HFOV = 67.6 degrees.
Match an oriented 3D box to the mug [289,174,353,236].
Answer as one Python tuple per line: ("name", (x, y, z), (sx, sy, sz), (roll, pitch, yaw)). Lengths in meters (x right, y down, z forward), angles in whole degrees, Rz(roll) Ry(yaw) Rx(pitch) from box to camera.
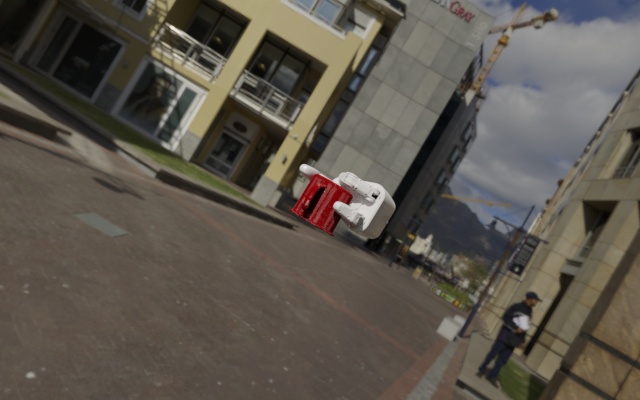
("mug", (0.000, 0.002, 0.838), (0.093, 0.081, 0.117), (30, -2, 26))
